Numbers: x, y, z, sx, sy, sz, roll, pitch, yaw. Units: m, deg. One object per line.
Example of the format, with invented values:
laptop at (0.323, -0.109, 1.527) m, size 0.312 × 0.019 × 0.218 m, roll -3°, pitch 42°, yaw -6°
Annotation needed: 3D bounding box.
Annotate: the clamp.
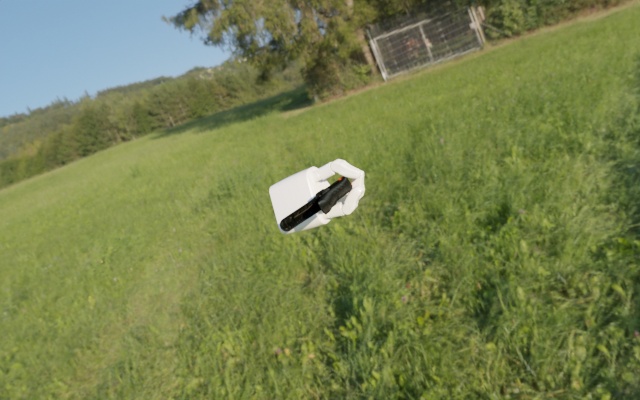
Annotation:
clamp at (0.000, 0.002, 0.875) m, size 0.120 × 0.039 × 0.171 m, roll -20°, pitch 9°, yaw 32°
